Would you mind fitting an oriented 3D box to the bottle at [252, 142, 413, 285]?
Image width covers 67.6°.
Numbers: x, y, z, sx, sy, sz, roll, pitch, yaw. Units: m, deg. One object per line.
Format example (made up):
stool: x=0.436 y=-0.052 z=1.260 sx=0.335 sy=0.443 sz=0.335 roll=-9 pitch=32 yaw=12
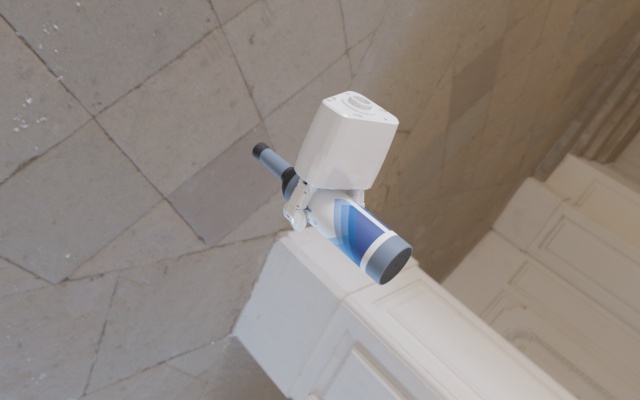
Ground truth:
bottle: x=0.000 y=0.003 z=0.696 sx=0.295 sy=0.069 sz=0.069 roll=40 pitch=22 yaw=28
